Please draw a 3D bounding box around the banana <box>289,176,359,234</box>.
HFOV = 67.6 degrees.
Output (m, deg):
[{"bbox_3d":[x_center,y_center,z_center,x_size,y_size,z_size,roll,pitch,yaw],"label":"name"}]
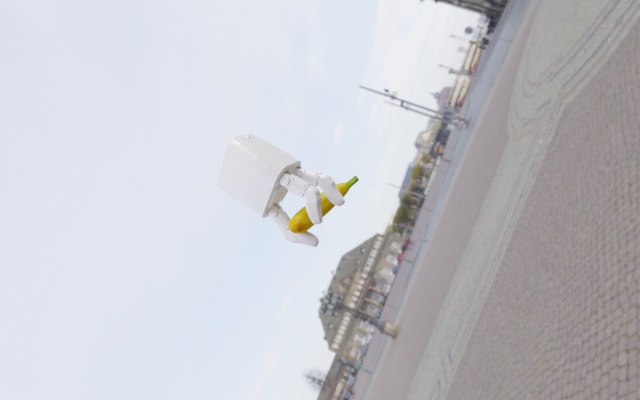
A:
[{"bbox_3d":[-0.006,0.012,0.842,0.197,0.037,0.070,-41,-10,-44],"label":"banana"}]
